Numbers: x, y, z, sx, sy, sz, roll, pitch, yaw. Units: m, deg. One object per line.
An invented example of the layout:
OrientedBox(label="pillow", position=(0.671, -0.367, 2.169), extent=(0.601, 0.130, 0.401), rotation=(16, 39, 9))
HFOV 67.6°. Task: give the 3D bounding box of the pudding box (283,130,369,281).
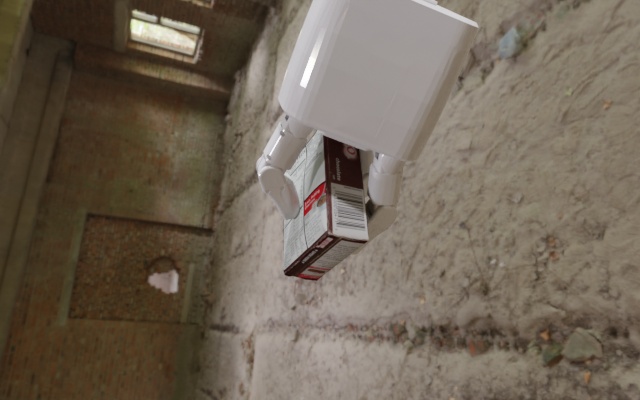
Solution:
OrientedBox(label="pudding box", position=(0.000, 0.001, 0.419), extent=(0.039, 0.113, 0.090), rotation=(14, -34, -23))
